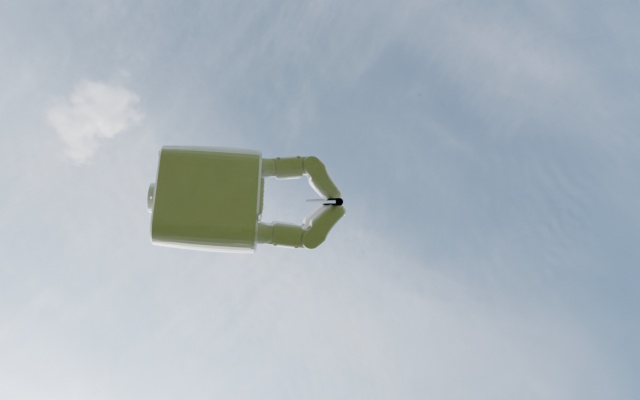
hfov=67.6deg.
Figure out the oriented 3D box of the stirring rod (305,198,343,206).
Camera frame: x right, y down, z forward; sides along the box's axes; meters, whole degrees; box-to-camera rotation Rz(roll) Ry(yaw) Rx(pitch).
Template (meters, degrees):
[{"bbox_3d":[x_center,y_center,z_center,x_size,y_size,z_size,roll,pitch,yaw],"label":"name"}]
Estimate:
[{"bbox_3d":[0.000,0.002,0.594,0.011,0.011,0.239,0,0,-9],"label":"stirring rod"}]
